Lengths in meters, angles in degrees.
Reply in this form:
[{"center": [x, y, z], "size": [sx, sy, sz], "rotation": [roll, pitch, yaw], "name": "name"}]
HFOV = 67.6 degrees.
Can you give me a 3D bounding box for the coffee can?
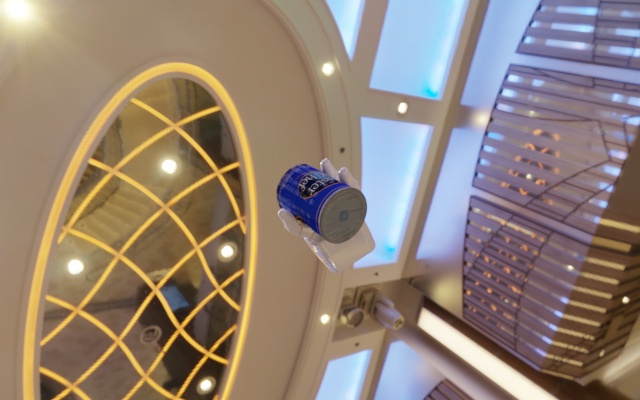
[{"center": [0.000, 0.003, 0.859], "size": [0.103, 0.103, 0.140], "rotation": [0, 20, -39], "name": "coffee can"}]
